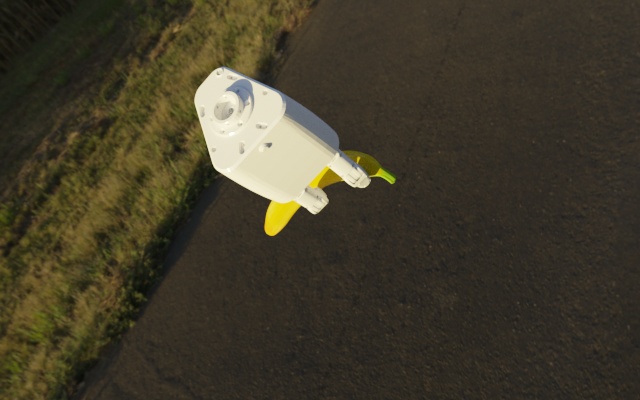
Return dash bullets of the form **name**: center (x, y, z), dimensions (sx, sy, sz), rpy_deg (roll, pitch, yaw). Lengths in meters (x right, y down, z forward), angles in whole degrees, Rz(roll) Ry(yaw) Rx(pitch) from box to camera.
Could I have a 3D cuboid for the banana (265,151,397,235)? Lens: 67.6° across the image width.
- **banana**: center (-0.005, -0.016, 0.621), dimensions (0.198, 0.069, 0.037), rpy_deg (-24, 2, 23)
